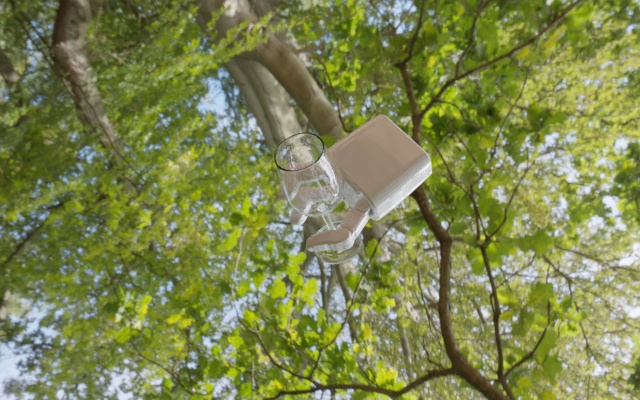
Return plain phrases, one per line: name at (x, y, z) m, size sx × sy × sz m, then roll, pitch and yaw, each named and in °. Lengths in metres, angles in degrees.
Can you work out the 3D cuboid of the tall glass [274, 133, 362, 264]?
tall glass at (0.000, 0.003, 0.631) m, size 0.079 × 0.079 × 0.201 m, roll 0°, pitch -36°, yaw 19°
